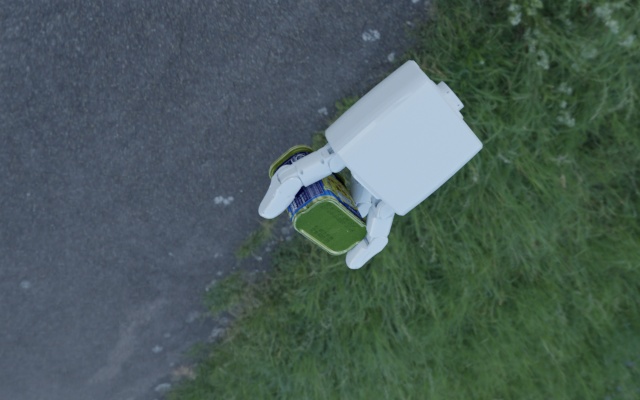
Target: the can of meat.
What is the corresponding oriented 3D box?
[{"bbox_3d":[0.000,0.002,0.518,0.057,0.084,0.102,-38,-43,13],"label":"can of meat"}]
